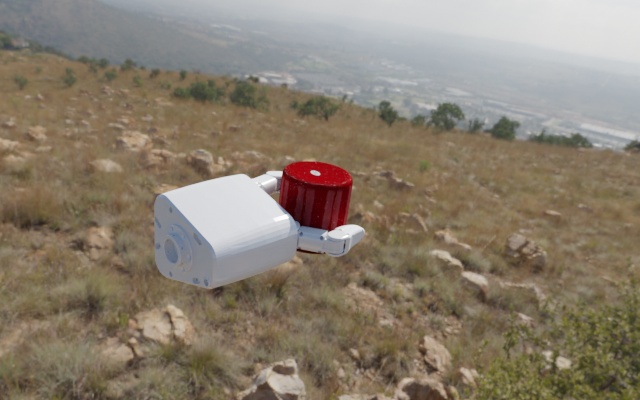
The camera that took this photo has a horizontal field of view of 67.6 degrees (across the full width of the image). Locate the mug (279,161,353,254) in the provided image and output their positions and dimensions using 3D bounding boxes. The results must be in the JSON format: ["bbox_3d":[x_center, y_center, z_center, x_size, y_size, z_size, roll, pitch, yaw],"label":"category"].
[{"bbox_3d":[0.001,0.001,0.566,0.093,0.081,0.117,24,28,34],"label":"mug"}]
